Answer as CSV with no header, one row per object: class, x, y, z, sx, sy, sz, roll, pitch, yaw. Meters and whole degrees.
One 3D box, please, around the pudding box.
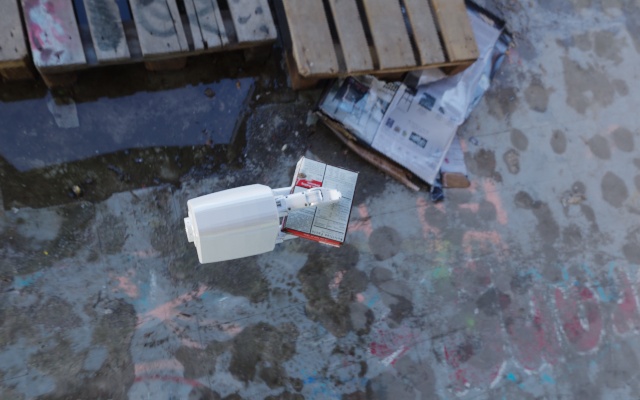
pudding box,0.000,0.002,0.685,0.090,0.113,0.039,16,-15,-9
